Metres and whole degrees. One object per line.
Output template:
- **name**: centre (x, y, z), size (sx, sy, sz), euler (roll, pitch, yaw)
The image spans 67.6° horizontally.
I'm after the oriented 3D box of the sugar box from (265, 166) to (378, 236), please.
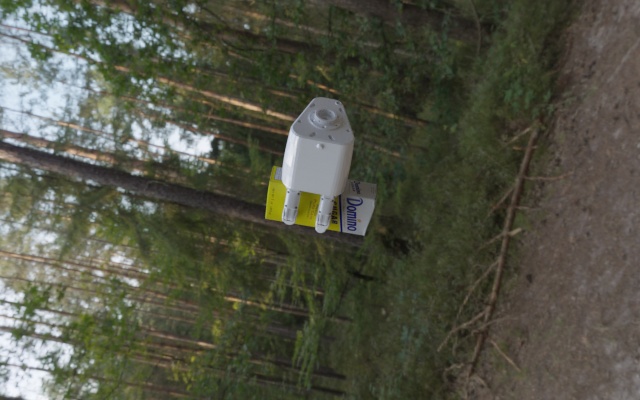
- **sugar box**: centre (0.000, 0.003, 0.803), size (0.176, 0.093, 0.048), euler (11, 45, -1)
